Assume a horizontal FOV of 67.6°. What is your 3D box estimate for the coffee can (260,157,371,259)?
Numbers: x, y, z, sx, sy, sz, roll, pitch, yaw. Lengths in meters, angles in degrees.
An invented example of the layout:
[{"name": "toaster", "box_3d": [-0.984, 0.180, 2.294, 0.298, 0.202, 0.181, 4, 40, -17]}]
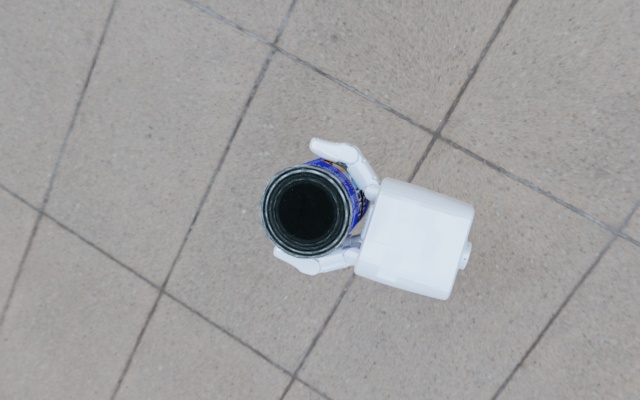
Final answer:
[{"name": "coffee can", "box_3d": [0.000, 0.002, 0.570, 0.103, 0.103, 0.140, 0, 9, 14]}]
